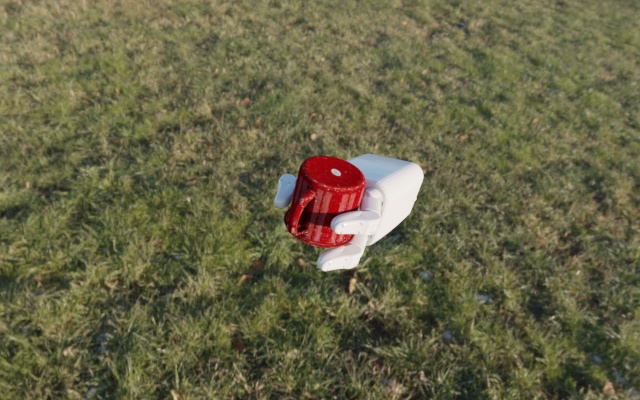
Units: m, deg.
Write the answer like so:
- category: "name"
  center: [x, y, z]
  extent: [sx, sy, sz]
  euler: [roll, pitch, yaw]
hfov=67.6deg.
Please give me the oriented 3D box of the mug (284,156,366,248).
- category: "mug"
  center: [-0.001, 0.002, 0.577]
  extent: [0.093, 0.081, 0.117]
  euler: [32, 36, 25]
